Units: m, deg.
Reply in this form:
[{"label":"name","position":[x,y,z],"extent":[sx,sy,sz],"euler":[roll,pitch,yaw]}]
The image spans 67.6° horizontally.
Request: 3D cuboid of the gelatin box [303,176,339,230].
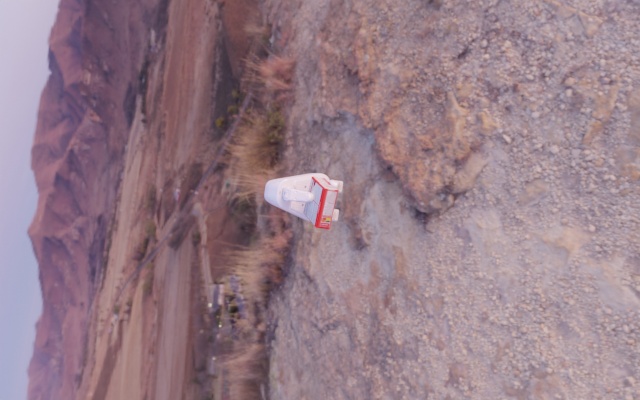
[{"label":"gelatin box","position":[0.000,0.003,0.858],"extent":[0.030,0.073,0.089],"euler":[8,14,-18]}]
